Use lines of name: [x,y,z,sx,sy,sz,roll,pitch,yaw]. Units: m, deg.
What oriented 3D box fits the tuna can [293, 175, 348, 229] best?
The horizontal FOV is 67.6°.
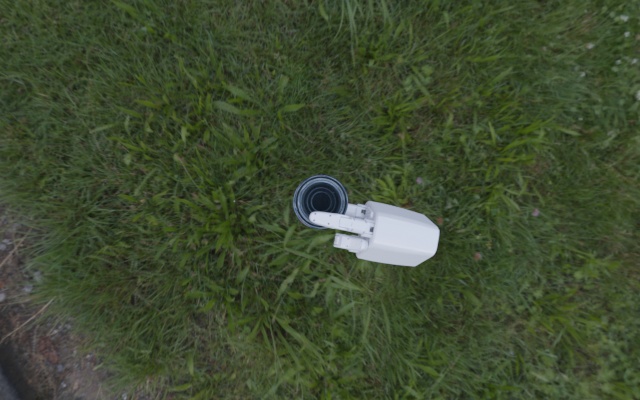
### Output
tuna can: [0.000,0.002,0.752,0.086,0.086,0.034,0,-1,-5]
